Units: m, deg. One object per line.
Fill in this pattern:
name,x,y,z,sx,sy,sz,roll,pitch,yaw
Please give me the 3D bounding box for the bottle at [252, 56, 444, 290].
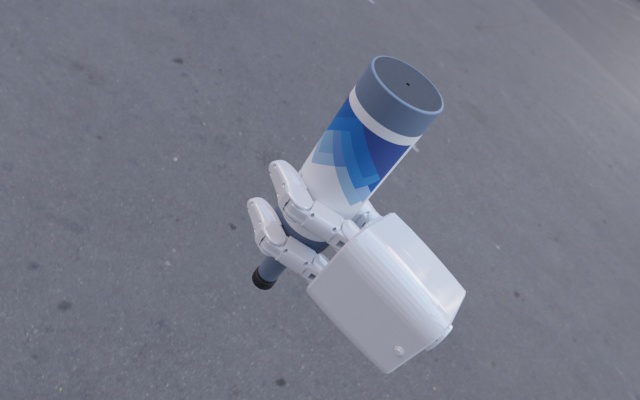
bottle,0.000,0.001,0.459,0.069,0.069,0.296,0,-38,-35
